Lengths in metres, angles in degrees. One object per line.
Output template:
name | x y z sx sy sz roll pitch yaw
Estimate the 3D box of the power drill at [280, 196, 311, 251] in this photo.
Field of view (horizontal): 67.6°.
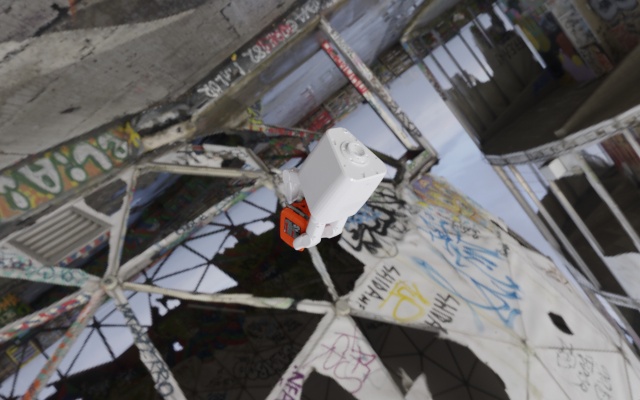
power drill | 0.000 0.003 0.895 0.057 0.187 0.185 31 -31 15
